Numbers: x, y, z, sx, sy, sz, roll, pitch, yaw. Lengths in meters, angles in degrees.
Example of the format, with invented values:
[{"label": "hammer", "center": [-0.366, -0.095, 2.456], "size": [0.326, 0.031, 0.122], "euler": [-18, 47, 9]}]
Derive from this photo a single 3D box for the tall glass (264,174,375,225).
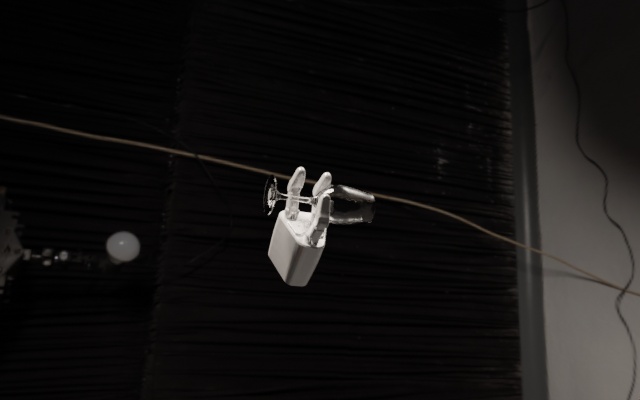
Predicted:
[{"label": "tall glass", "center": [0.000, 0.003, 0.892], "size": [0.201, 0.079, 0.079], "euler": [8, -3, -21]}]
